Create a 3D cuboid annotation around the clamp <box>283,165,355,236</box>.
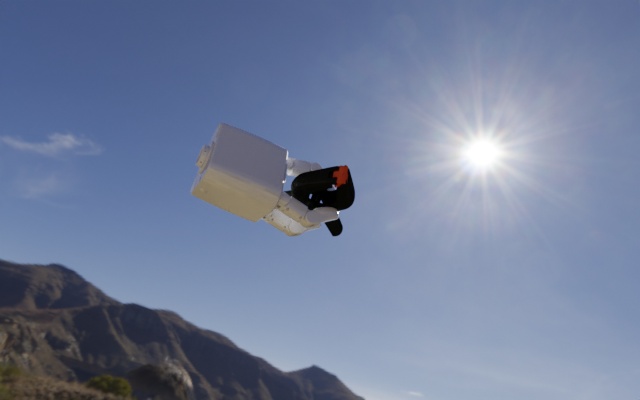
[{"bbox_3d":[0.000,0.001,0.726,0.164,0.036,0.210,21,-26,-22],"label":"clamp"}]
